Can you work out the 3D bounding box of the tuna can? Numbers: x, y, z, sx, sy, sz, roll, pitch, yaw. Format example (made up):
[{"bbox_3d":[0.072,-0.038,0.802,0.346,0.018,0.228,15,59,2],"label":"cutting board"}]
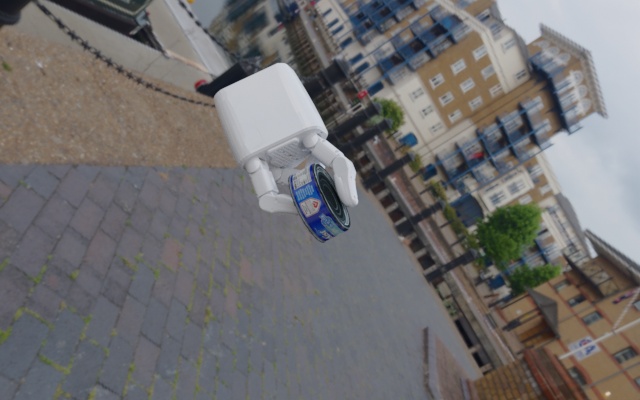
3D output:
[{"bbox_3d":[0.001,0.002,0.537,0.034,0.086,0.086,-27,-7,14],"label":"tuna can"}]
